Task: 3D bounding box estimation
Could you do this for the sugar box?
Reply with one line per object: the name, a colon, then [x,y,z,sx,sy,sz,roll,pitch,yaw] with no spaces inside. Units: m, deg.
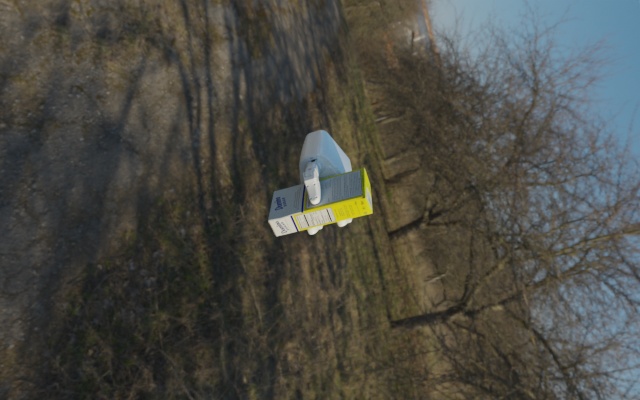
sugar box: [0.000,0.003,0.845,0.176,0.048,0.093,-16,33,14]
